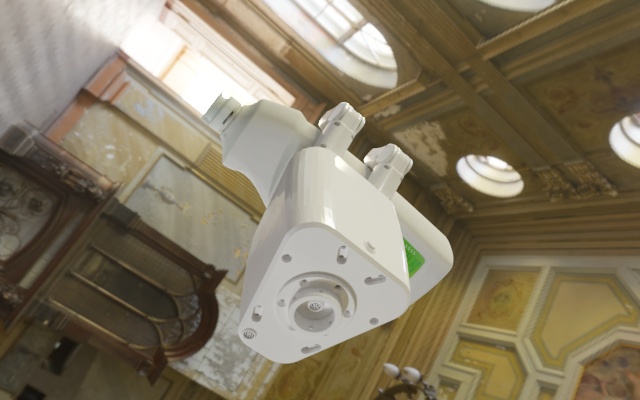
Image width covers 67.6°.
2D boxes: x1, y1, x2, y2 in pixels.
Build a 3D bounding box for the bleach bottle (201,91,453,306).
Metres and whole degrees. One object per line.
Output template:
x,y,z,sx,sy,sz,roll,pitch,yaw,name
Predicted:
0.000,0.001,0.428,0.251,0.102,0.068,38,23,-18,bleach bottle
